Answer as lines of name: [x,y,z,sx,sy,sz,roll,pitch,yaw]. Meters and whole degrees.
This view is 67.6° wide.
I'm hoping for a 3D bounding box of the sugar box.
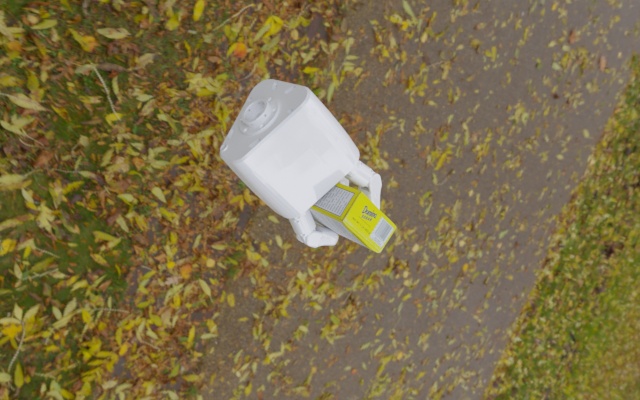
sugar box: [0.000,0.001,0.597,0.176,0.048,0.093,27,-11,44]
